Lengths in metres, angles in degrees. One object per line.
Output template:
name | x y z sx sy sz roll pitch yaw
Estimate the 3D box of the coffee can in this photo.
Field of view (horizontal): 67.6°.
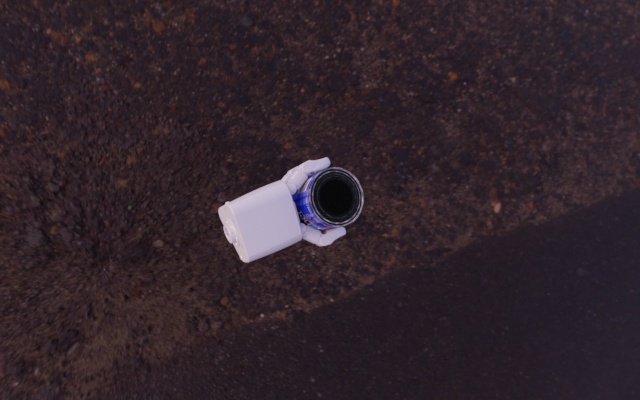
coffee can | 0.000 0.003 0.865 0.103 0.103 0.140 0 -7 -24
